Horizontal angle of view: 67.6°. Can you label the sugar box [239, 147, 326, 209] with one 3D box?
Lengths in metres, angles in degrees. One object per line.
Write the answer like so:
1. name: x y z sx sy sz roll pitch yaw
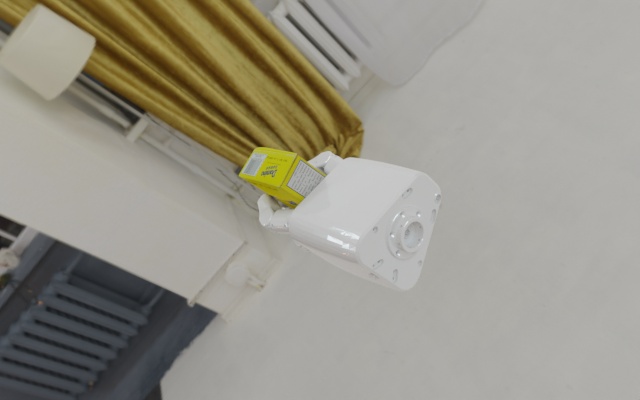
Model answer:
1. sugar box: 0.000 0.002 0.559 0.176 0.048 0.093 36 -12 -35
